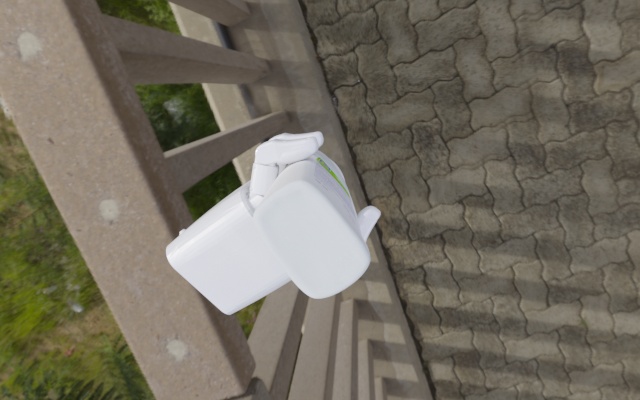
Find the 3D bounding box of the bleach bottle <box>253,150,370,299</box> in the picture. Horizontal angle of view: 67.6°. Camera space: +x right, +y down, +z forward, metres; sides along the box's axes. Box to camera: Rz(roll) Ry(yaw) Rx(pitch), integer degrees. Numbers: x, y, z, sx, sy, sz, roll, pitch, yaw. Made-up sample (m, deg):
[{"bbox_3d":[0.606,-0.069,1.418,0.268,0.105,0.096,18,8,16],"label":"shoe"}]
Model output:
[{"bbox_3d":[0.000,0.002,0.497,0.068,0.102,0.250,-35,9,12],"label":"bleach bottle"}]
